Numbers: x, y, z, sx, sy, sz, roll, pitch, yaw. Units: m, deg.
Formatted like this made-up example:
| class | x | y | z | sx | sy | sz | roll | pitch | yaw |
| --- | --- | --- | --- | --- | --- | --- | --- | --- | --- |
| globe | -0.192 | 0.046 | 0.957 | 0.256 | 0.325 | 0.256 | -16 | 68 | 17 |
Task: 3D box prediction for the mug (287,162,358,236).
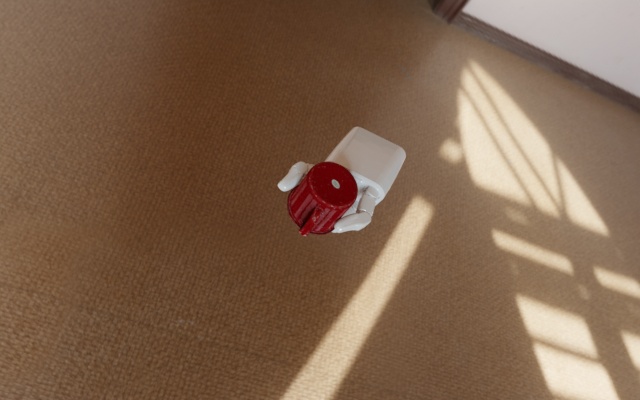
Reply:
| class | x | y | z | sx | sy | sz | roll | pitch | yaw |
| --- | --- | --- | --- | --- | --- | --- | --- | --- | --- |
| mug | 0.000 | 0.003 | 0.717 | 0.093 | 0.117 | 0.081 | 34 | -36 | -3 |
